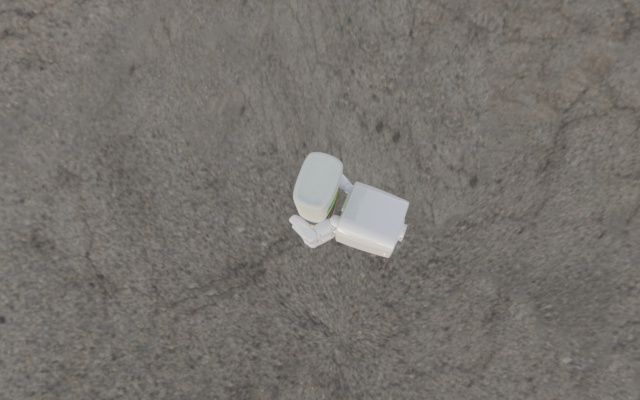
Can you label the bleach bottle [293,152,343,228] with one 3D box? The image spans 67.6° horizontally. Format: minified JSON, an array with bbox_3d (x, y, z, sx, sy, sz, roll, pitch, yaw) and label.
[{"bbox_3d":[0.000,0.003,0.892,0.068,0.102,0.251,19,-14,8],"label":"bleach bottle"}]
